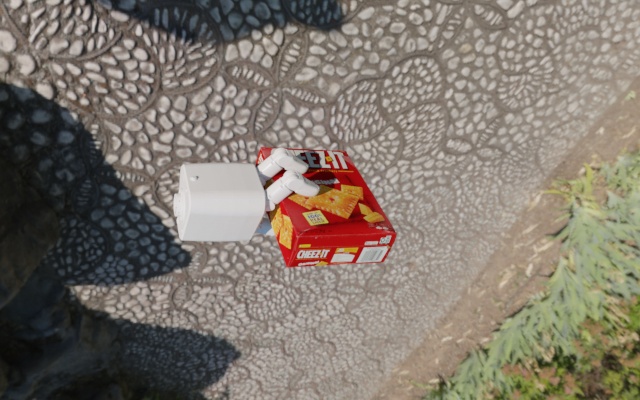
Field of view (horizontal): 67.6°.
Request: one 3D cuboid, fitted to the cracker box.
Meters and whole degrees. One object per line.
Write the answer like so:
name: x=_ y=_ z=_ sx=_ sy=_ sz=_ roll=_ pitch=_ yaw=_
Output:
cracker box: x=0.000 y=0.003 z=0.750 sx=0.164 sy=0.072 sz=0.213 roll=1 pitch=41 yaw=-25
